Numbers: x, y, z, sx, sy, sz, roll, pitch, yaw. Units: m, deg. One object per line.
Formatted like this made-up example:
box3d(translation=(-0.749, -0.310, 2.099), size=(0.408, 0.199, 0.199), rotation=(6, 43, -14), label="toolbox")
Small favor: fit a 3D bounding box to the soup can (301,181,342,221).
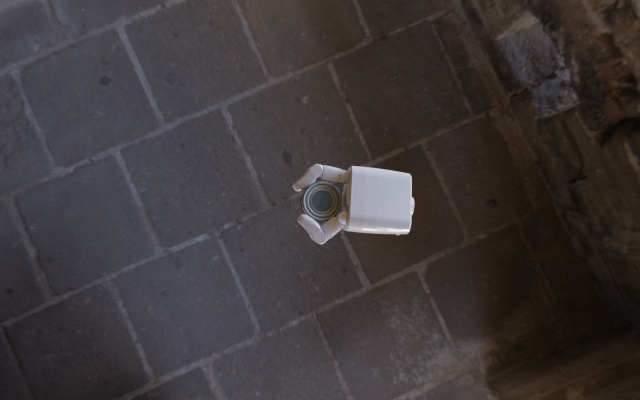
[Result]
box3d(translation=(0.000, 0.003, 0.834), size=(0.068, 0.068, 0.102), rotation=(0, -2, -4), label="soup can")
